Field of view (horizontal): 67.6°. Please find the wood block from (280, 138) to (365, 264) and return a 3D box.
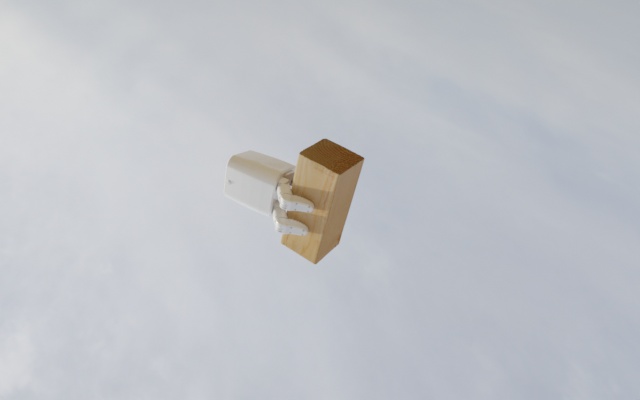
[{"bbox_3d":[0.000,0.003,0.892,0.090,0.206,0.090,29,38,20],"label":"wood block"}]
